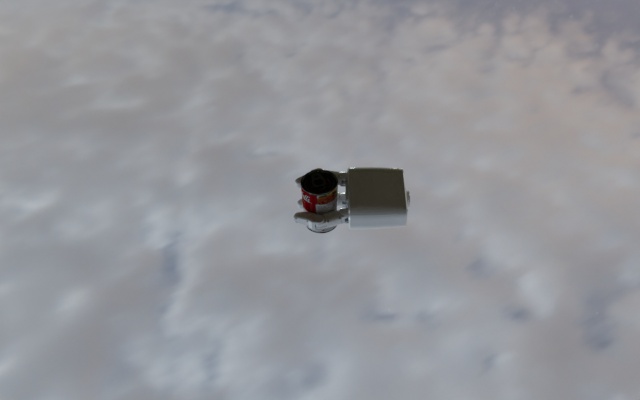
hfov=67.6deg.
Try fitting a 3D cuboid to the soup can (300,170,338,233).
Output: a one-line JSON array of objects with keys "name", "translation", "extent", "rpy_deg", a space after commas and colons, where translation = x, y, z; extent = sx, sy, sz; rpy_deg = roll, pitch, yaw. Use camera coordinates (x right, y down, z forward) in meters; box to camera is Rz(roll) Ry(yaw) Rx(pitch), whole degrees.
[{"name": "soup can", "translation": [0.000, 0.003, 0.886], "extent": [0.068, 0.102, 0.068], "rpy_deg": [-2, 43, 2]}]
